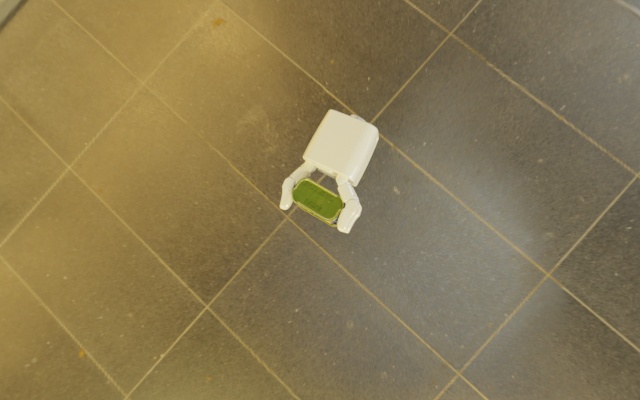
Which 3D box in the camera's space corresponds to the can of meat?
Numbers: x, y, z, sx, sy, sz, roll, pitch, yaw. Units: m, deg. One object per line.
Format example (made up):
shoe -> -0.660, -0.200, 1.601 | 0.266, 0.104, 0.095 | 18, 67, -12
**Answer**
can of meat -> 0.000, 0.003, 0.892 | 0.102, 0.057, 0.084 | 30, -2, 11
